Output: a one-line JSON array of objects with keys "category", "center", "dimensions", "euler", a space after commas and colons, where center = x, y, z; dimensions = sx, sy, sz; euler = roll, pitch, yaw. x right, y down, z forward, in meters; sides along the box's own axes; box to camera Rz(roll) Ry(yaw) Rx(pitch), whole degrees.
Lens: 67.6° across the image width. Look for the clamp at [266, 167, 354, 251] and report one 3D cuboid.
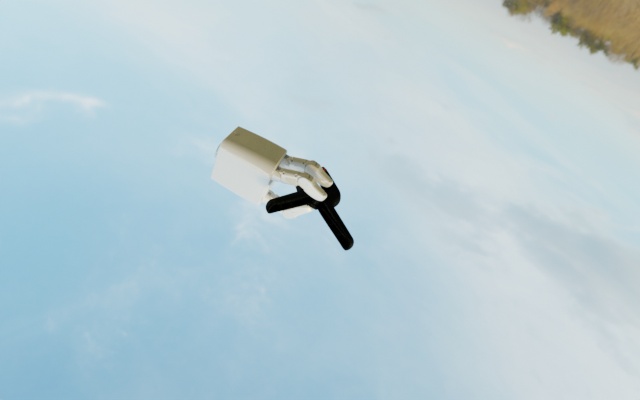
[{"category": "clamp", "center": [0.000, 0.003, 0.884], "dimensions": [0.164, 0.036, 0.210], "euler": [31, 30, -4]}]
